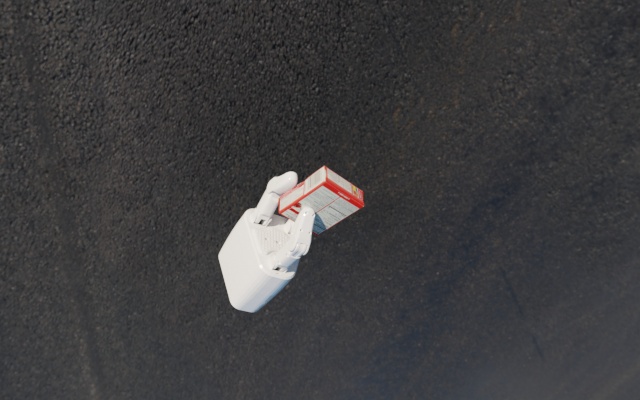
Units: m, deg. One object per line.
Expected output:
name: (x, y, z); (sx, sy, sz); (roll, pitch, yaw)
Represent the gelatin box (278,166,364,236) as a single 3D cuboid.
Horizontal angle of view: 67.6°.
gelatin box: (0.000, 0.002, 0.623); (0.073, 0.030, 0.089); (31, -50, -34)
